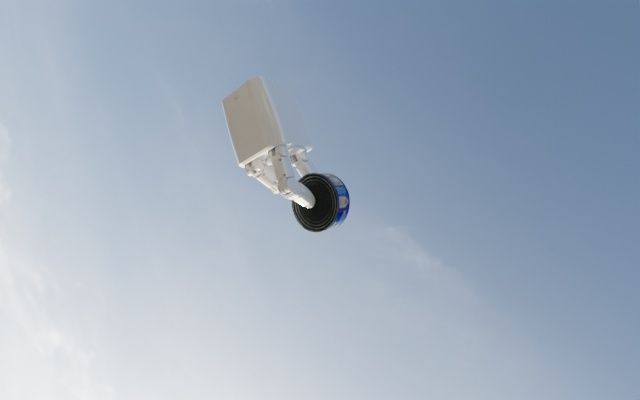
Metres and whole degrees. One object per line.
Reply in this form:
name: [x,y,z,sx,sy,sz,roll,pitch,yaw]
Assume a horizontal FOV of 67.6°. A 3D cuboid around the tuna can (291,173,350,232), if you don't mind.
tuna can: [0.000,0.002,0.699,0.086,0.086,0.034,0,4,39]
